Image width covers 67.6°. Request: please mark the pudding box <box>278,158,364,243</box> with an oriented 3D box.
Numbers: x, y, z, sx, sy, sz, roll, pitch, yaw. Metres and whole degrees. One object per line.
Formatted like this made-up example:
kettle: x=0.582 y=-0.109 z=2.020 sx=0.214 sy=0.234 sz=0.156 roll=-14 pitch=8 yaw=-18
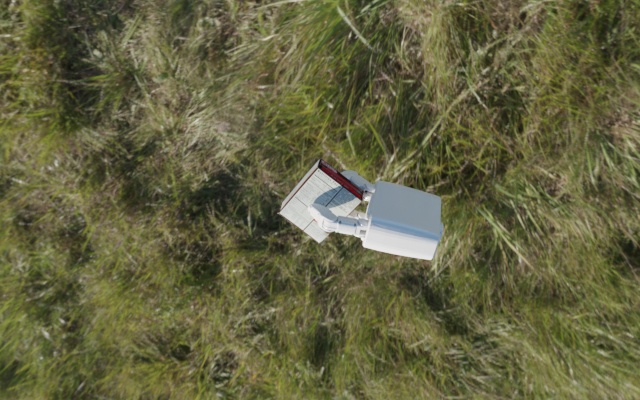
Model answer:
pudding box: x=0.000 y=0.003 z=0.759 sx=0.090 sy=0.113 sz=0.039 roll=38 pitch=26 yaw=-10
